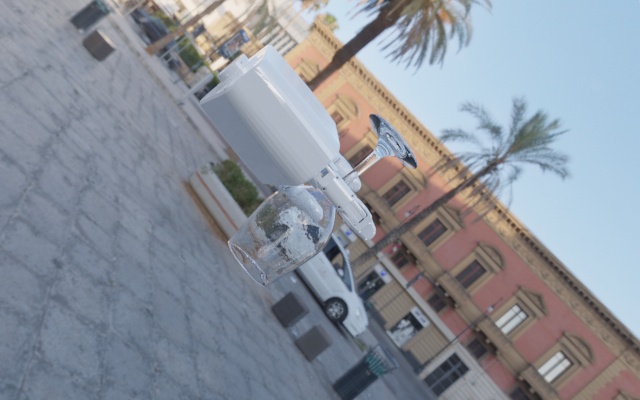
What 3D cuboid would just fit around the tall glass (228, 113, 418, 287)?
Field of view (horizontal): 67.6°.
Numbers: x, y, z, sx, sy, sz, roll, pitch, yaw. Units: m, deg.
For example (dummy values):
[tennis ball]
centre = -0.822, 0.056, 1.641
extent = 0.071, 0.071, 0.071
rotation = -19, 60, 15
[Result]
[tall glass]
centre = 0.001, 0.001, 0.495
extent = 0.201, 0.079, 0.079
rotation = -40, 2, -2
